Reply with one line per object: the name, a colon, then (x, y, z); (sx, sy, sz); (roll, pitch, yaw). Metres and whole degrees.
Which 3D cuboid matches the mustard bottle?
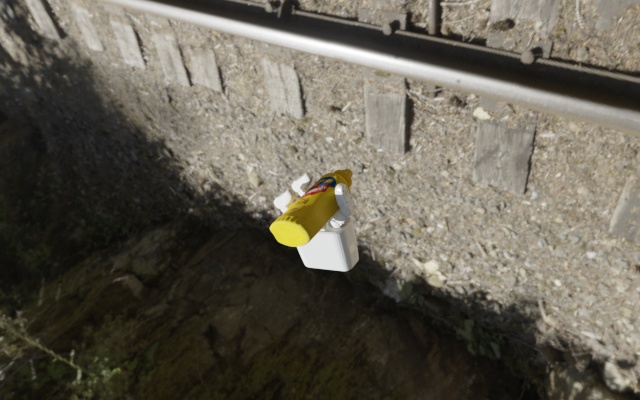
mustard bottle: (0.000, 0.003, 0.862); (0.096, 0.058, 0.191); (-10, 28, 50)
